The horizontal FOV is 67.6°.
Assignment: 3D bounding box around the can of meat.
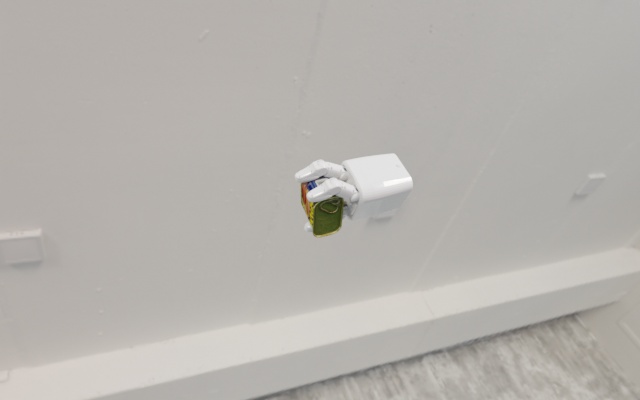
[{"bbox_3d":[0.000,0.003,0.883,0.057,0.084,0.102,-14,-41,-15],"label":"can of meat"}]
